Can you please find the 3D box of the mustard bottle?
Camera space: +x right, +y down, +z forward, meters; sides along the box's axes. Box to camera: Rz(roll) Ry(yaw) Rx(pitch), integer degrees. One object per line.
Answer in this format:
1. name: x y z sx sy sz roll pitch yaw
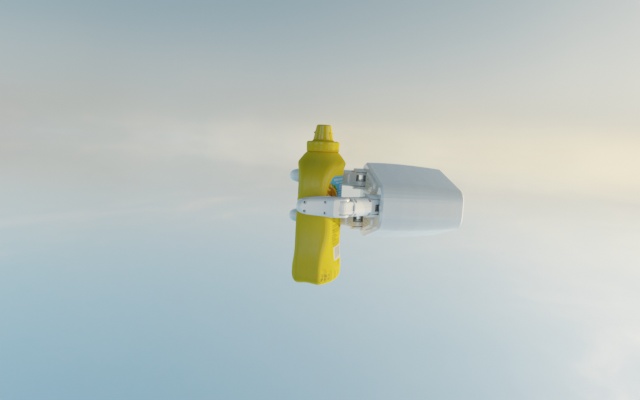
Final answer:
1. mustard bottle: 0.000 0.002 0.598 0.058 0.191 0.096 5 7 16
